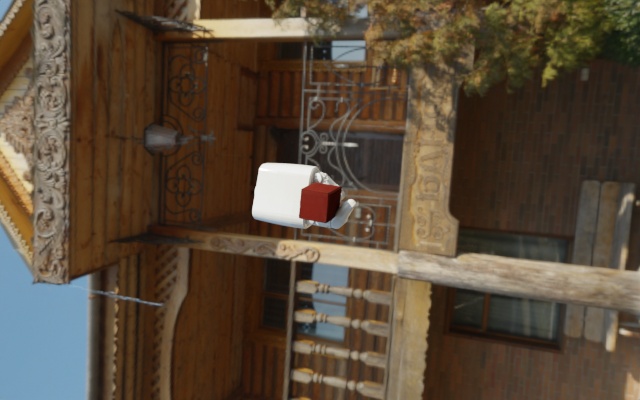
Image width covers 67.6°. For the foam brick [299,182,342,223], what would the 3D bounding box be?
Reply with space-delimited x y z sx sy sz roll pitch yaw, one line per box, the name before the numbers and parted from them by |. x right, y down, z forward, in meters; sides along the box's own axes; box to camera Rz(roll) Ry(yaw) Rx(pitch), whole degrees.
foam brick | 0.000 0.003 0.825 0.051 0.053 0.078 10 13 16
